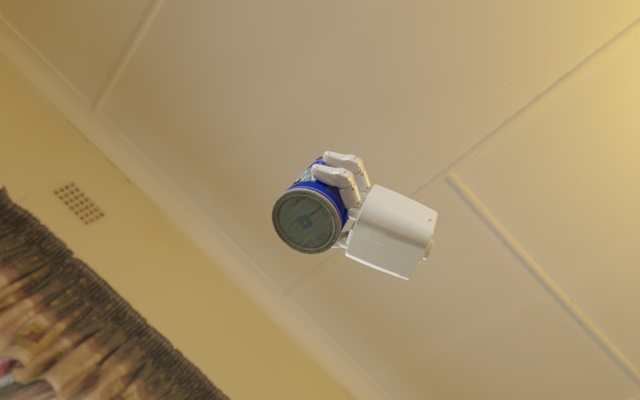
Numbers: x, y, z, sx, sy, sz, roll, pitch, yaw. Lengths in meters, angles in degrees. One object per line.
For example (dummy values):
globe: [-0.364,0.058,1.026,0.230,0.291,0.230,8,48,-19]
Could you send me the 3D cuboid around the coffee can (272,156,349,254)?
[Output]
coffee can: [0.000,0.002,0.728,0.103,0.103,0.140,0,25,21]
